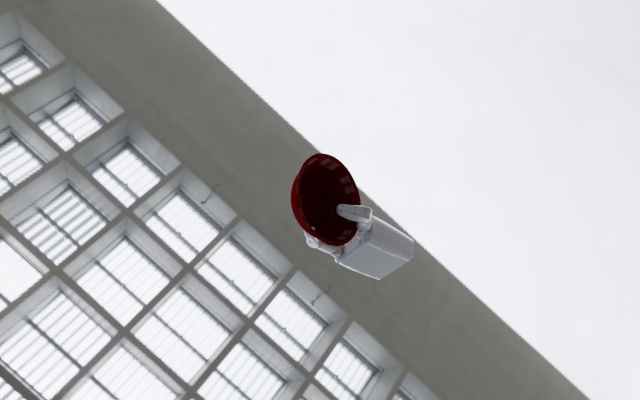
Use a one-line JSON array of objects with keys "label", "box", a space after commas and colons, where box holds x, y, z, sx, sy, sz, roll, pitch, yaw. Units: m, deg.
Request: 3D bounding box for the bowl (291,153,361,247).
[{"label": "bowl", "box": [-0.001, 0.002, 0.827, 0.055, 0.162, 0.162, -15, -10, 41]}]
